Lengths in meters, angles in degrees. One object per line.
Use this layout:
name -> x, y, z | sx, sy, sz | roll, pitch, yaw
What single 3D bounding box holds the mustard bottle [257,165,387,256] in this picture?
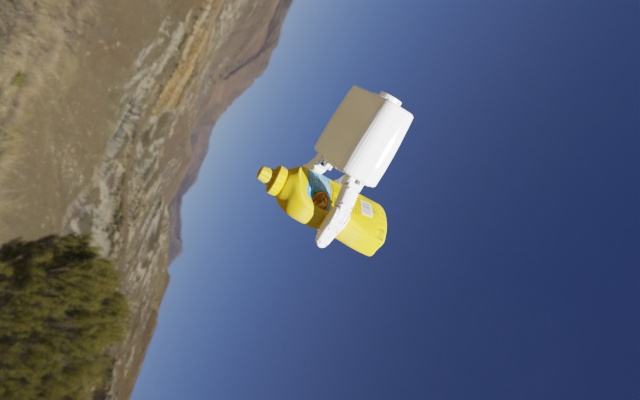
mustard bottle -> 0.000, 0.003, 0.666 | 0.192, 0.058, 0.096 | 27, 34, -18
